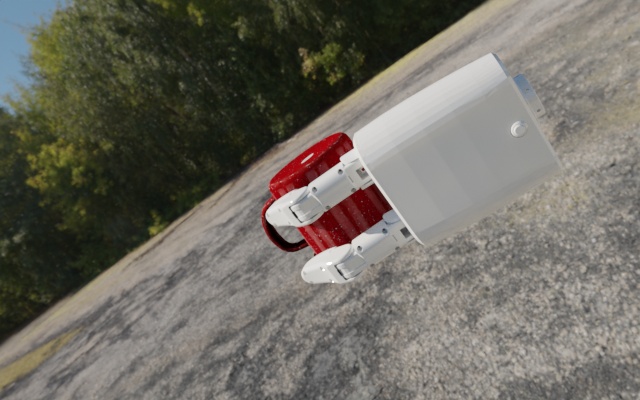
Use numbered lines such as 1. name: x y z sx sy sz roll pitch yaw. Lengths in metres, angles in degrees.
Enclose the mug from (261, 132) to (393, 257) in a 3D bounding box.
1. mug: -0.001 0.002 0.416 0.117 0.081 0.093 -31 14 20
